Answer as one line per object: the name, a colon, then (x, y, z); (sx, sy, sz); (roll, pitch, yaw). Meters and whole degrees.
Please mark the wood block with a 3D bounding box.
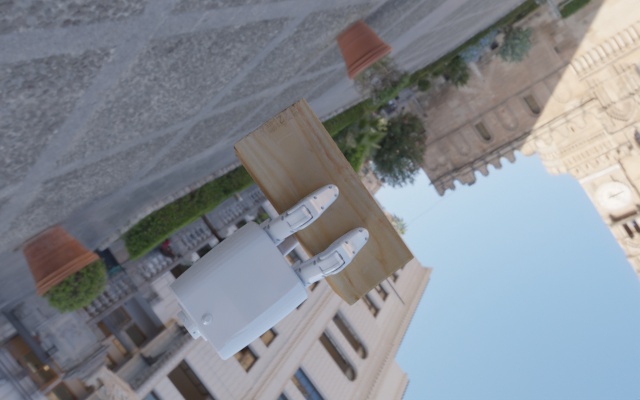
wood block: (0.000, 0.002, 0.538); (0.090, 0.206, 0.091); (-36, 5, -8)
